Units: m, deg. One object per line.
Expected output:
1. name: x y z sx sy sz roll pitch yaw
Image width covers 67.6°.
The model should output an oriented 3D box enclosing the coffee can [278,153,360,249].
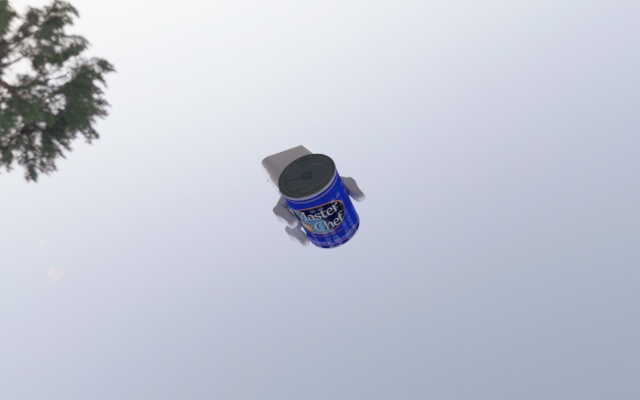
1. coffee can: 0.000 0.003 0.836 0.103 0.102 0.140 0 -41 27
